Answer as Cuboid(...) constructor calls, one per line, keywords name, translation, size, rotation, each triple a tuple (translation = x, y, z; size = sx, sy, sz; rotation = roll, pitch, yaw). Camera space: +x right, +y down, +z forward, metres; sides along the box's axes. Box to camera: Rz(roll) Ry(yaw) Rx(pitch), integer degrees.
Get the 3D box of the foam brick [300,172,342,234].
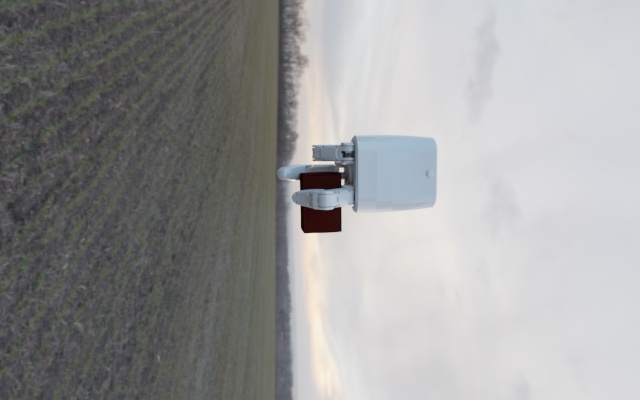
Cuboid(name="foam brick", translation=(0.000, 0.002, 0.633), size=(0.051, 0.078, 0.053), rotation=(-2, 7, -7))
